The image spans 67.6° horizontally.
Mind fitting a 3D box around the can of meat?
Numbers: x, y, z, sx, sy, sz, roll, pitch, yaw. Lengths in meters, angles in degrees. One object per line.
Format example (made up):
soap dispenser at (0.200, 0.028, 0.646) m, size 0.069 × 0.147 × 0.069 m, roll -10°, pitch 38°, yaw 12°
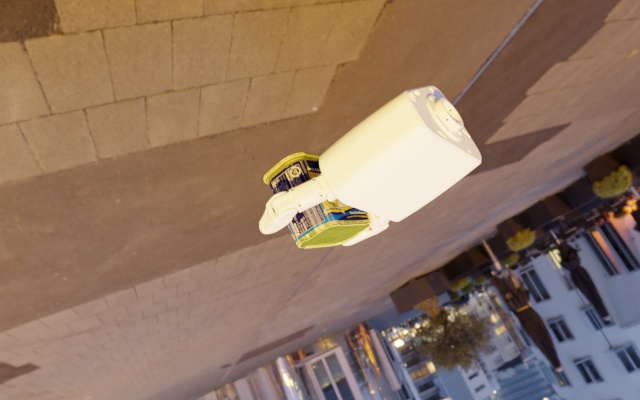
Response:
can of meat at (0.000, 0.002, 0.509) m, size 0.057 × 0.084 × 0.102 m, roll -36°, pitch -20°, yaw 29°
